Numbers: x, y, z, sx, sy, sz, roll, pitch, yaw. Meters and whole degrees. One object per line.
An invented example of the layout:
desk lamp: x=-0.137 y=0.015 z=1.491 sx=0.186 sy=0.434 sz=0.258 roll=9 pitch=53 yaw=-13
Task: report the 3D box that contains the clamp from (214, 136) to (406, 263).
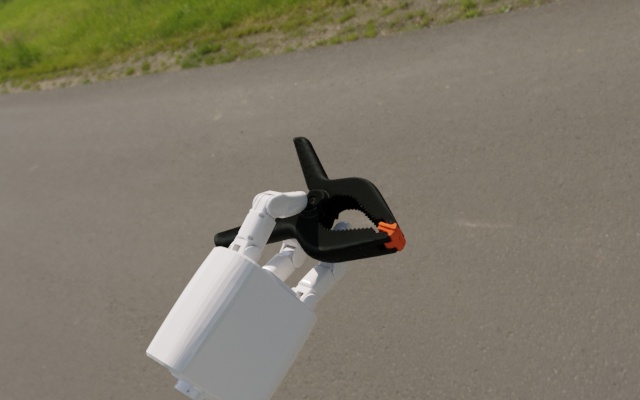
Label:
clamp: x=0.000 y=0.001 z=0.490 sx=0.210 sy=0.164 sz=0.036 roll=10 pitch=-30 yaw=39
